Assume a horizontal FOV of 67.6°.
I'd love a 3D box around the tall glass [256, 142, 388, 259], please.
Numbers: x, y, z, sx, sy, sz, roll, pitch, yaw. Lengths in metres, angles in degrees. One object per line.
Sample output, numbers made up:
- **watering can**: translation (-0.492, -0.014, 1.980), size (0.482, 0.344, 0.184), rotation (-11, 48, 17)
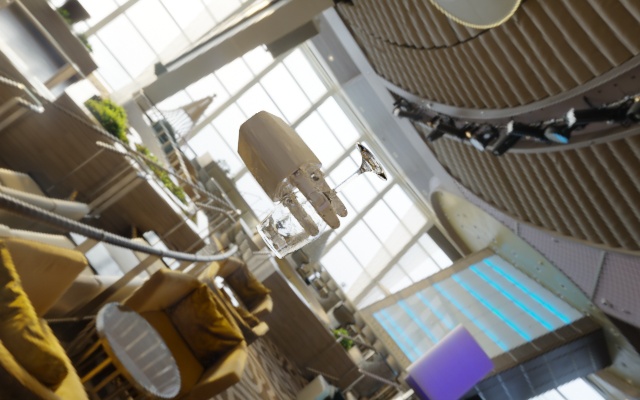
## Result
- **tall glass**: translation (0.001, 0.002, 0.717), size (0.201, 0.079, 0.079), rotation (-38, 4, -5)
